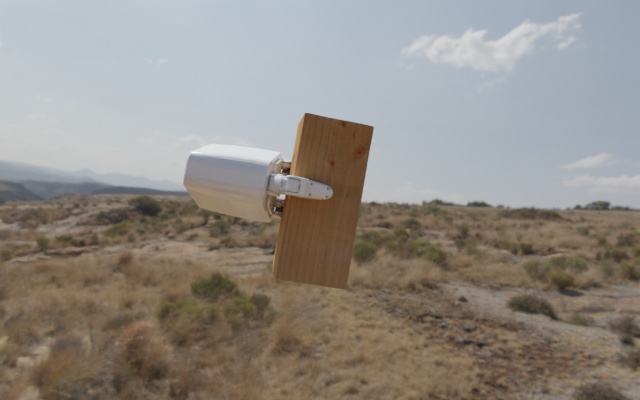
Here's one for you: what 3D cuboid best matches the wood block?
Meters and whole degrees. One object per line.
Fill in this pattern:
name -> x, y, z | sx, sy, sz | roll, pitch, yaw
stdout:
wood block -> 0.000, 0.002, 0.626 | 0.090, 0.206, 0.091 | 10, -2, -8
